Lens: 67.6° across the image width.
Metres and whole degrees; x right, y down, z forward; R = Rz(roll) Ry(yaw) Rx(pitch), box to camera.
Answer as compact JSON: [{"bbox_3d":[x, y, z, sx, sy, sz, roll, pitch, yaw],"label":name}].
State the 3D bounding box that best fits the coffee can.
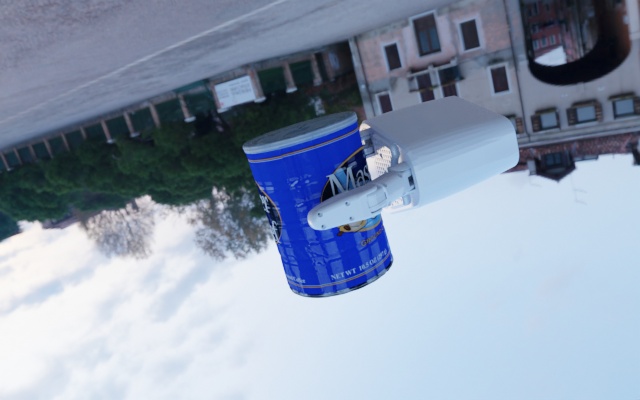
[{"bbox_3d":[0.000,0.001,0.434,0.103,0.140,0.102,-15,15,4],"label":"coffee can"}]
